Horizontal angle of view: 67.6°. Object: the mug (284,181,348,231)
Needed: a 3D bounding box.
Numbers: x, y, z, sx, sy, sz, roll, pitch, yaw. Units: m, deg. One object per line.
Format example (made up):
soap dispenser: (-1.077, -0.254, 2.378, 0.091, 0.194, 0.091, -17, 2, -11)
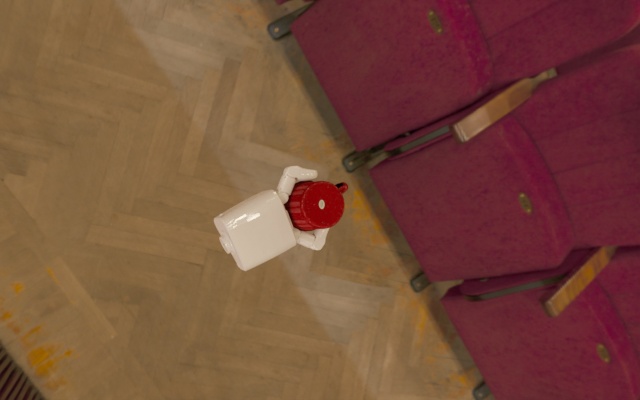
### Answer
mug: (0.001, 0.002, 0.837, 0.117, 0.093, 0.081, -31, 10, -20)
